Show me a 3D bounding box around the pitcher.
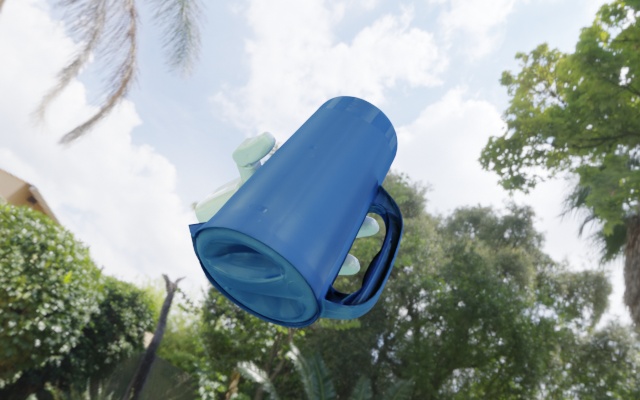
[{"bbox_3d":[0.000,0.002,0.491,0.145,0.149,0.242,-18,29,46],"label":"pitcher"}]
